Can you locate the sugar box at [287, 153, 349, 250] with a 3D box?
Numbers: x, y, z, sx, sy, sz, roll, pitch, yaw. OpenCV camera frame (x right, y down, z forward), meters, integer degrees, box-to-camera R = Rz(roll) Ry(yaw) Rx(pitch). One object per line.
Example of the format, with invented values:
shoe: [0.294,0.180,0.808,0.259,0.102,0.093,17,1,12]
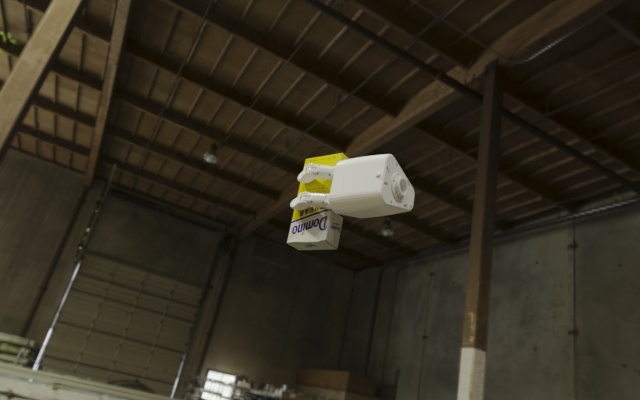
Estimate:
sugar box: [0.000,0.003,0.888,0.093,0.176,0.048,-7,-30,38]
